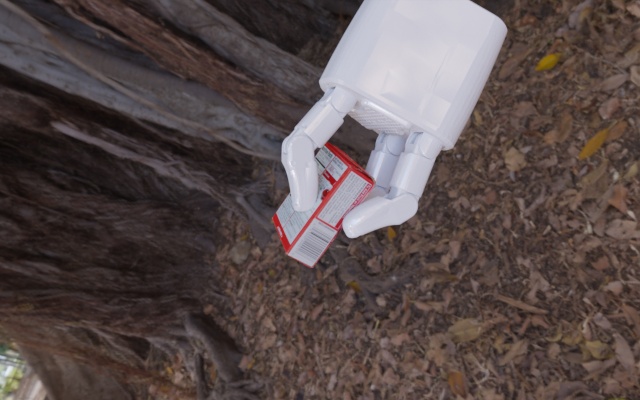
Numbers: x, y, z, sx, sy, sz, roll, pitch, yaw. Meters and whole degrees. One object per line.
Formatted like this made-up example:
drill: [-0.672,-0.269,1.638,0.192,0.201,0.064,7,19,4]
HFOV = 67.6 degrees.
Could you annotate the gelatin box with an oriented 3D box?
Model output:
gelatin box: [0.000,0.001,0.402,0.030,0.089,0.073,32,9,-24]
